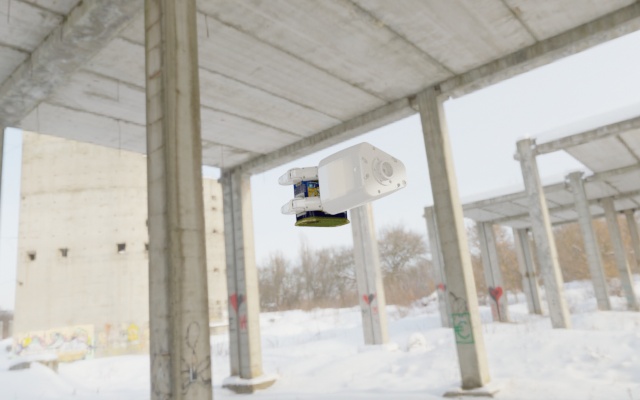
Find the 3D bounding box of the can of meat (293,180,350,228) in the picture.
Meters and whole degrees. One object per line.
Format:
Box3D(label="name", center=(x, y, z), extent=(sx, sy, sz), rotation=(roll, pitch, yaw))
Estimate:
Box3D(label="can of meat", center=(0.000, 0.003, 0.871), extent=(0.102, 0.084, 0.057), rotation=(3, -15, -34))
